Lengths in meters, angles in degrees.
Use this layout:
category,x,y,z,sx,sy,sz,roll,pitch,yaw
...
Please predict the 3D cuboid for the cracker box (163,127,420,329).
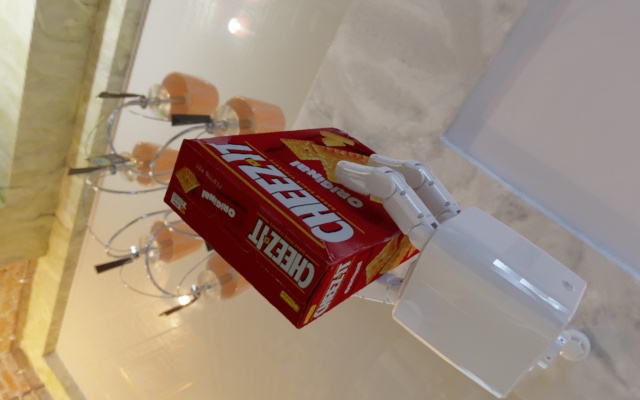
category,x,y,z,sx,sy,sz,roll,pitch,yaw
cracker box,0.000,0.002,0.434,0.164,0.072,0.213,37,29,24
